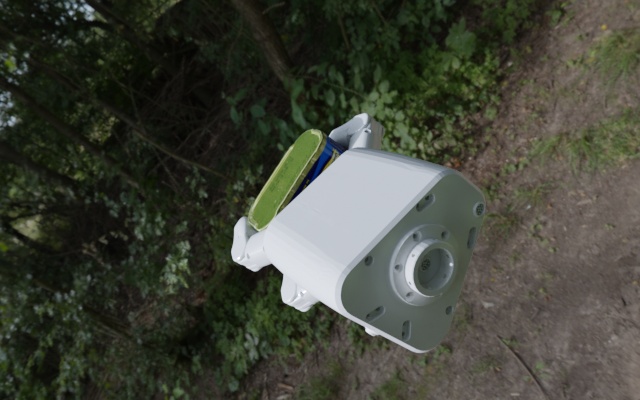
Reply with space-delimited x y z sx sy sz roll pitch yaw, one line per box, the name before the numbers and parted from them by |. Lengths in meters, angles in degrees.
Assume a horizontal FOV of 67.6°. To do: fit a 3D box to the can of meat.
can of meat | 0.000 0.001 0.410 0.084 0.102 0.057 34 -3 -28
